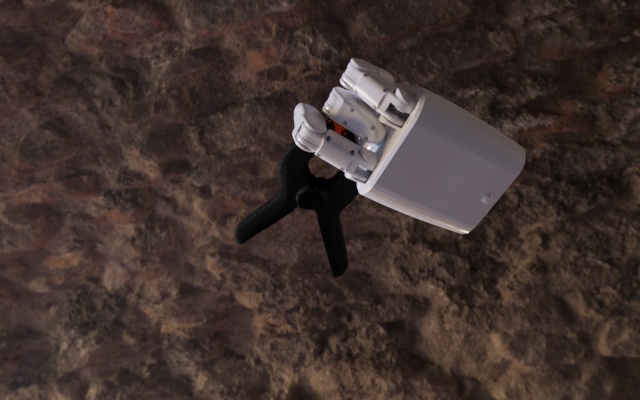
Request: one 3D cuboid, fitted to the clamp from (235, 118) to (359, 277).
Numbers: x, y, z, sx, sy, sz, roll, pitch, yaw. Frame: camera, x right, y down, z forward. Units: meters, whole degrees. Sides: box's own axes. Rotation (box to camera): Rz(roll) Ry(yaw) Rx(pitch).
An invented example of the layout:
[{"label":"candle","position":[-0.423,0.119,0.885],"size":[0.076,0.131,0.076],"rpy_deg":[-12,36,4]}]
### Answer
[{"label":"clamp","position":[0.000,0.001,0.460],"size":[0.120,0.171,0.039],"rpy_deg":[24,32,-13]}]
